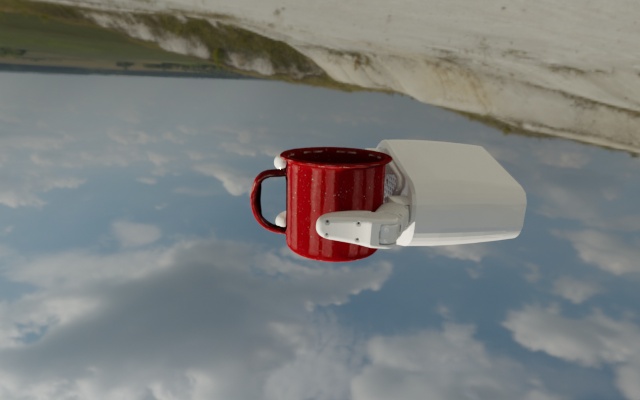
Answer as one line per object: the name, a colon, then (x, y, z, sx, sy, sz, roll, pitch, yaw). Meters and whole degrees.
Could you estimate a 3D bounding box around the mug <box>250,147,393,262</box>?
mug: (-0.001, 0.002, 0.403, 0.117, 0.081, 0.093, -1, 15, -10)
